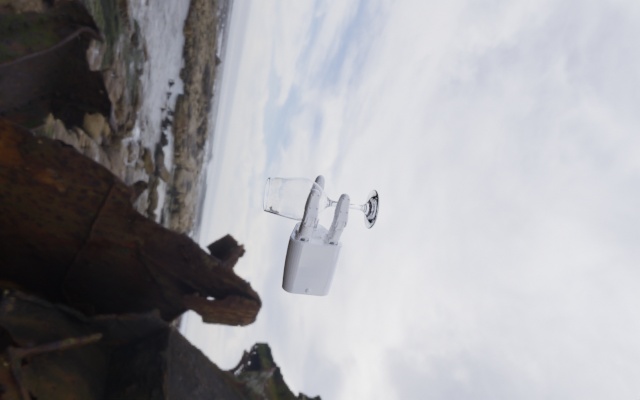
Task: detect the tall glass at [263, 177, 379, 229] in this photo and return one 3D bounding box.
[{"bbox_3d":[0.001,0.003,0.868,0.201,0.079,0.079,8,-2,-14],"label":"tall glass"}]
